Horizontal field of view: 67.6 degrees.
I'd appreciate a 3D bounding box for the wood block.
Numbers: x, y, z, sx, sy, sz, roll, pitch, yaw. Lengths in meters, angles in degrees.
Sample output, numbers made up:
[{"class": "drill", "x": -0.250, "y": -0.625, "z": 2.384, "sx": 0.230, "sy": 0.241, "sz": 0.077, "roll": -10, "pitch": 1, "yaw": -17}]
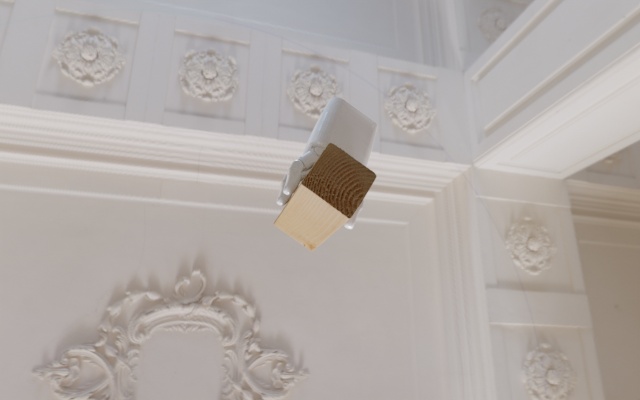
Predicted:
[{"class": "wood block", "x": 0.001, "y": 0.003, "z": 0.793, "sx": 0.091, "sy": 0.090, "sz": 0.206, "roll": 35, "pitch": -25, "yaw": -2}]
